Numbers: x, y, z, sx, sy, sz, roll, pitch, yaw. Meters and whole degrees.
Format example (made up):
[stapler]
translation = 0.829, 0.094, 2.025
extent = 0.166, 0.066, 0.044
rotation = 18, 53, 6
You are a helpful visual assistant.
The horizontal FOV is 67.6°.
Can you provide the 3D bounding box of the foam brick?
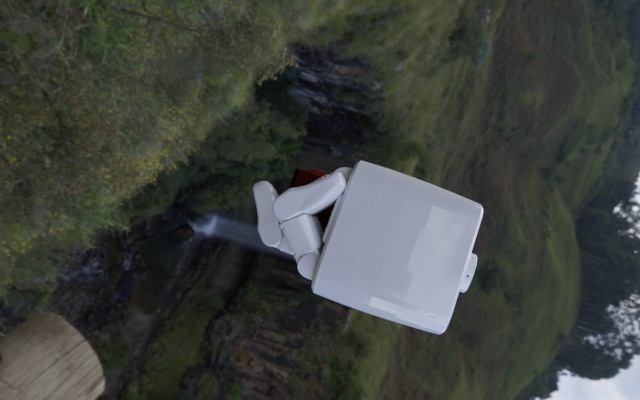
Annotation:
[foam brick]
translation = 0.000, 0.001, 0.462
extent = 0.051, 0.053, 0.078
rotation = 19, 7, 9
